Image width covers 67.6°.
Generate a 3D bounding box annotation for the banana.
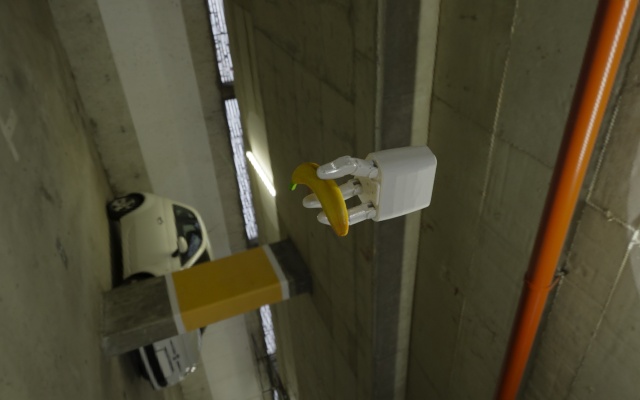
[{"bbox_3d":[-0.001,-0.016,0.754,0.037,0.070,0.197,-10,27,-22],"label":"banana"}]
